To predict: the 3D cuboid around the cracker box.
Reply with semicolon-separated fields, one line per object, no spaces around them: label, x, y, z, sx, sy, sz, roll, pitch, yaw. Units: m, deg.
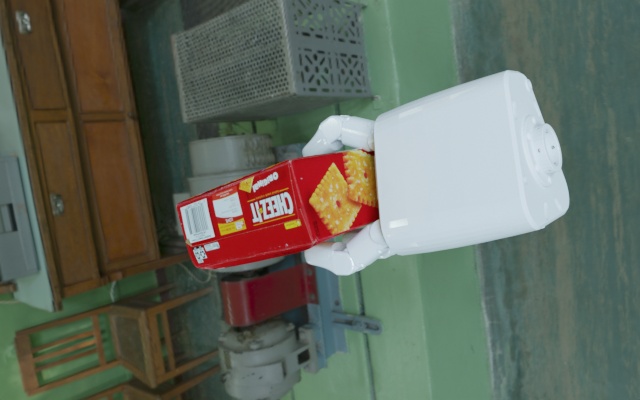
cracker box;0.000;0.001;0.461;0.164;0.072;0.213;-16;-2;42
